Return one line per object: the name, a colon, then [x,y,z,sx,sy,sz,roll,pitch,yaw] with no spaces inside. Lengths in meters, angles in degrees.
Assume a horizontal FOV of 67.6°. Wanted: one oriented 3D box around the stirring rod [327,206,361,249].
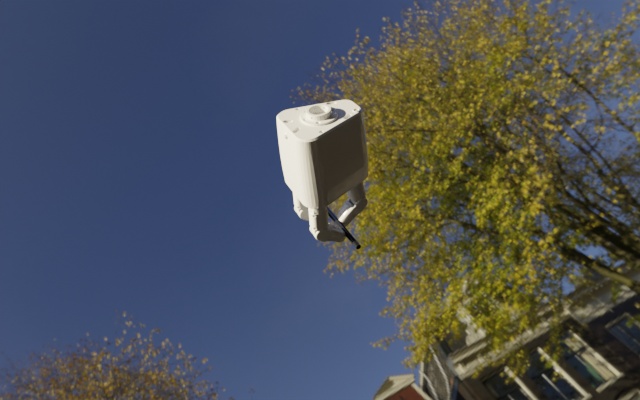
stirring rod: [0.000,0.002,0.760,0.011,0.011,0.239,0,32,-32]
